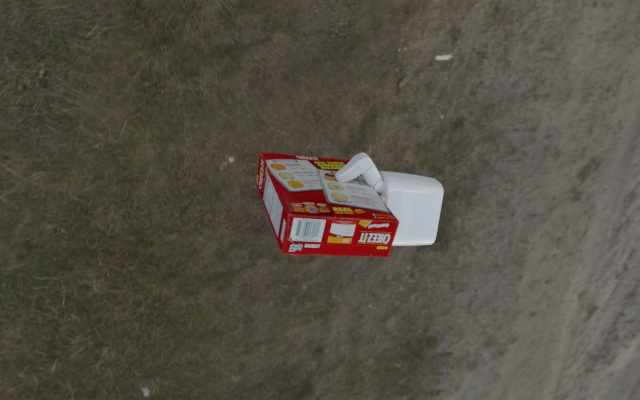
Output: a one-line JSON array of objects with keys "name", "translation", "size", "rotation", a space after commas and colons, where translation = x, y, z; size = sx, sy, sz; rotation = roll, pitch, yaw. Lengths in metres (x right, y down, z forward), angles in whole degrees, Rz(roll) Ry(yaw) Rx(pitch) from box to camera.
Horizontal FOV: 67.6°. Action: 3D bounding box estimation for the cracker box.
[{"name": "cracker box", "translation": [0.000, 0.002, 0.735], "size": [0.164, 0.072, 0.213], "rotation": [4, 26, -20]}]
